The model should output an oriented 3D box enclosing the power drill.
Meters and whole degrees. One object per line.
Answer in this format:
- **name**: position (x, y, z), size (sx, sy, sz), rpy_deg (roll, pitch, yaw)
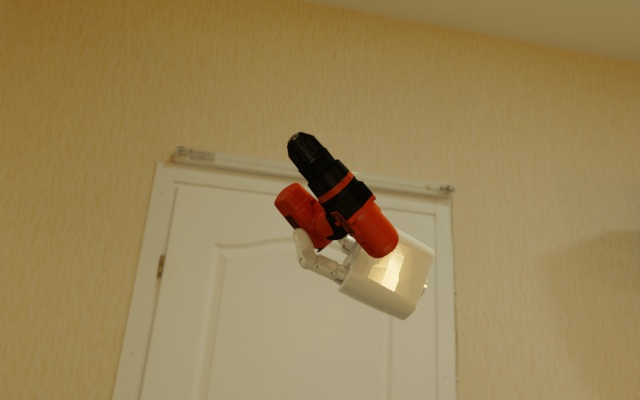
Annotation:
- **power drill**: position (0.000, 0.002, 0.636), size (0.057, 0.184, 0.187), rpy_deg (-42, 10, -20)
